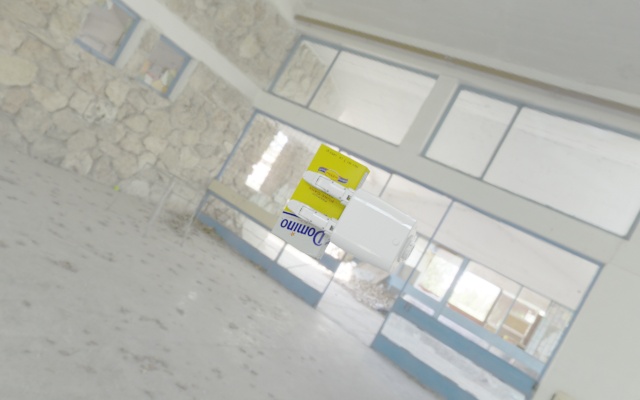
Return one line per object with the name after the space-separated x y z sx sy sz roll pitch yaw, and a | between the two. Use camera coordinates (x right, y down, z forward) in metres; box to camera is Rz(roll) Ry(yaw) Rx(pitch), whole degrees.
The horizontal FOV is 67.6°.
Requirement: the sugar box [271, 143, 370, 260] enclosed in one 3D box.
0.000 0.003 0.809 0.093 0.176 0.048 29 -3 16 | sugar box
